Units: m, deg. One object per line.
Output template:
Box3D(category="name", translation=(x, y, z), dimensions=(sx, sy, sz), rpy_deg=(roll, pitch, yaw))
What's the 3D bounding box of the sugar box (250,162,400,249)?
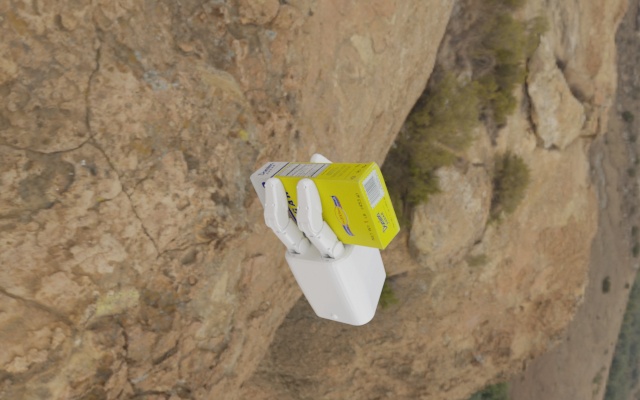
Box3D(category="sugar box", translation=(0.000, 0.002, 0.572), dimensions=(0.176, 0.093, 0.048), rpy_deg=(2, 35, 41))
